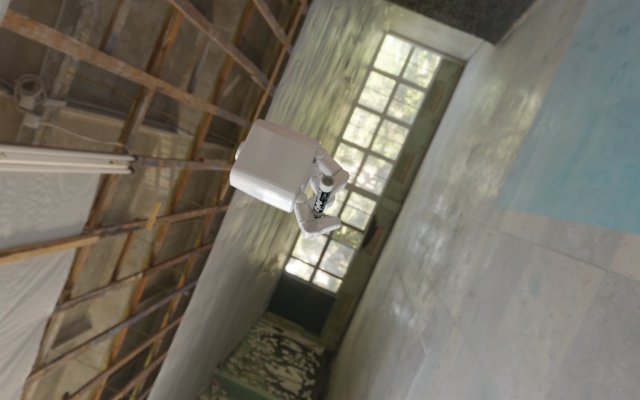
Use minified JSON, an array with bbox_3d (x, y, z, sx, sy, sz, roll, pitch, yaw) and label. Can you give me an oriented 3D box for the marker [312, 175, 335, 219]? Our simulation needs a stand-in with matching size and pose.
[{"bbox_3d":[0.000,0.002,0.691,0.020,0.020,0.121,0,-28,-11],"label":"marker"}]
